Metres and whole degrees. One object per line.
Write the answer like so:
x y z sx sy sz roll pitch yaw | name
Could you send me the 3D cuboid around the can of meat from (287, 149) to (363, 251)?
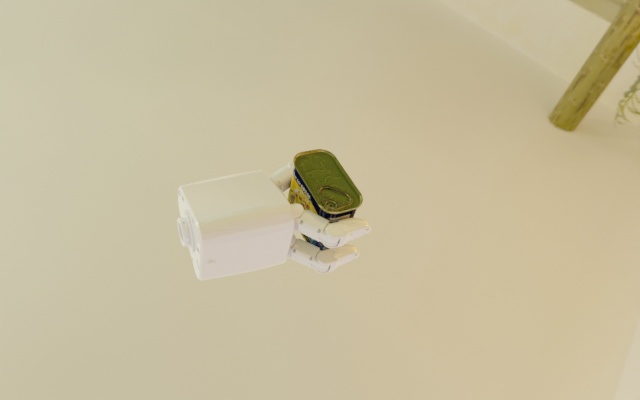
0.000 0.002 0.593 0.057 0.102 0.084 -14 -37 -26 | can of meat
